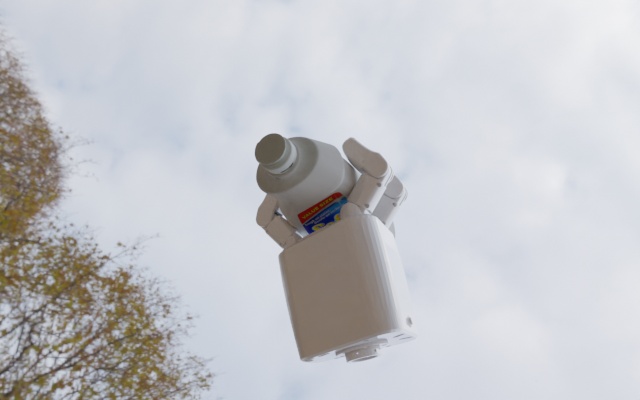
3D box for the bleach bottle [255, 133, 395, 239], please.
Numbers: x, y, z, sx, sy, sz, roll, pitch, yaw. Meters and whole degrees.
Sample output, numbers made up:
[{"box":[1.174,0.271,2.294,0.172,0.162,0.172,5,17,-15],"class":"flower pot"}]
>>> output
[{"box":[0.000,0.002,0.496,0.102,0.068,0.251,-20,-26,16],"class":"bleach bottle"}]
